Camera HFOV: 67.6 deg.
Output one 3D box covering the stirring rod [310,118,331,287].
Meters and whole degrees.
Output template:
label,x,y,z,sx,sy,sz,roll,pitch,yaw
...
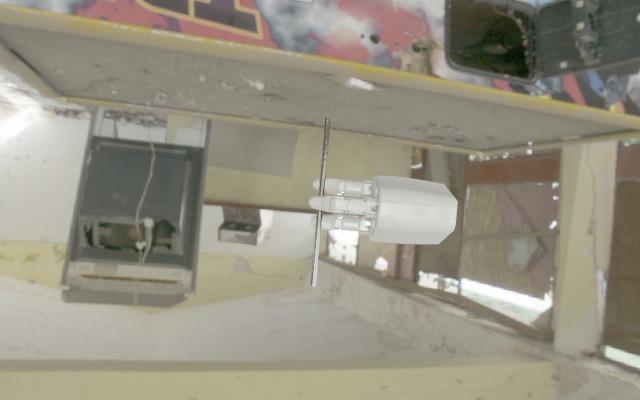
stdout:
label,x,y,z,sx,sy,sz,roll,pitch,yaw
stirring rod,0.000,0.002,0.681,0.011,0.239,0.011,5,0,0
